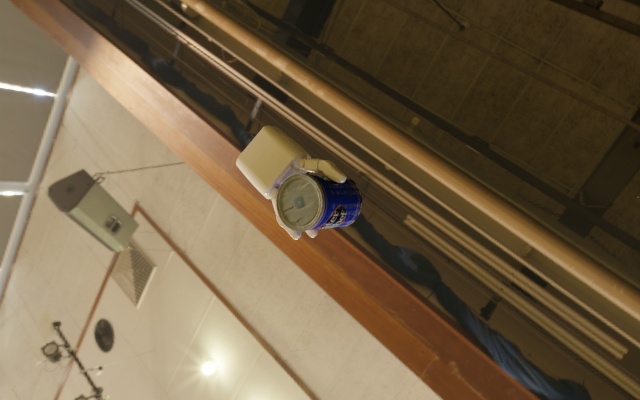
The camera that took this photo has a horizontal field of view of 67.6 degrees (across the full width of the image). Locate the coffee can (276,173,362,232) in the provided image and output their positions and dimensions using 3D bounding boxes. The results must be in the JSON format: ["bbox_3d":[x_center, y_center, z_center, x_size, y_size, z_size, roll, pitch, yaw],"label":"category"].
[{"bbox_3d":[0.000,0.003,0.894,0.103,0.103,0.140,0,0,34],"label":"coffee can"}]
